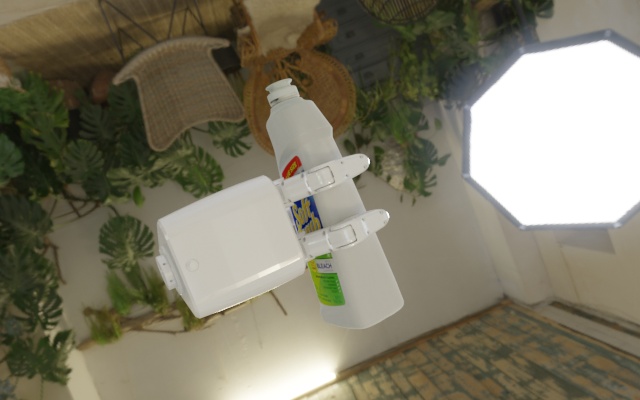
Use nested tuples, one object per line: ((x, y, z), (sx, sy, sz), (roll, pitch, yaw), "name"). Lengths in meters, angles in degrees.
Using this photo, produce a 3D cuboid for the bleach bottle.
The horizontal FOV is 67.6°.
((0.000, 0.002, 0.490), (0.068, 0.251, 0.102), (-23, 3, -26), "bleach bottle")
